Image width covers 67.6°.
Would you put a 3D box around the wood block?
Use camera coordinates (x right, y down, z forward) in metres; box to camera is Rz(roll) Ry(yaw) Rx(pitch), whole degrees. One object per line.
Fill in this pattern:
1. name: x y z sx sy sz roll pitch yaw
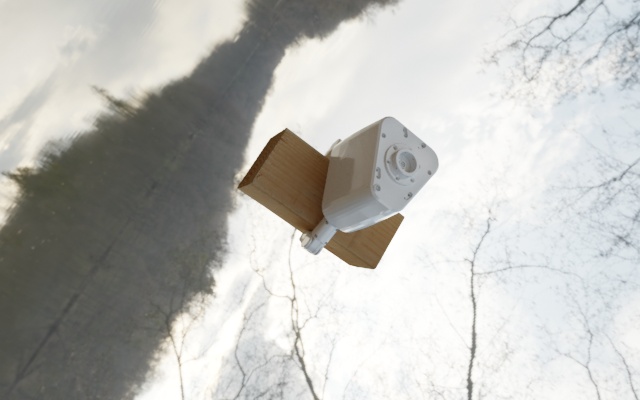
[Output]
1. wood block: 0.000 0.002 0.664 0.206 0.091 0.090 36 -14 -16
